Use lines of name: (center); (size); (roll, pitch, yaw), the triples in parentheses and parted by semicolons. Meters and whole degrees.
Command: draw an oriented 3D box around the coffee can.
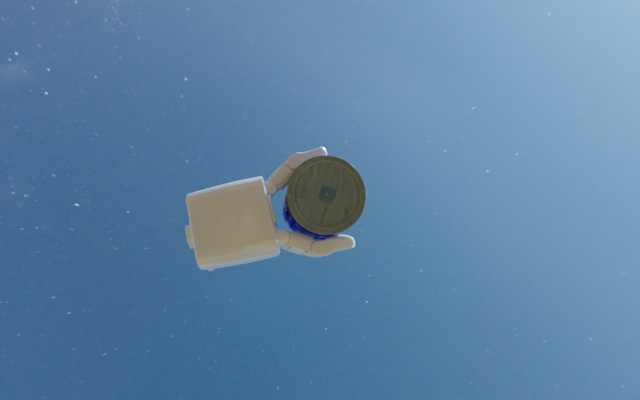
coffee can: (0.000, 0.002, 0.675); (0.103, 0.103, 0.140); (0, -8, -7)
